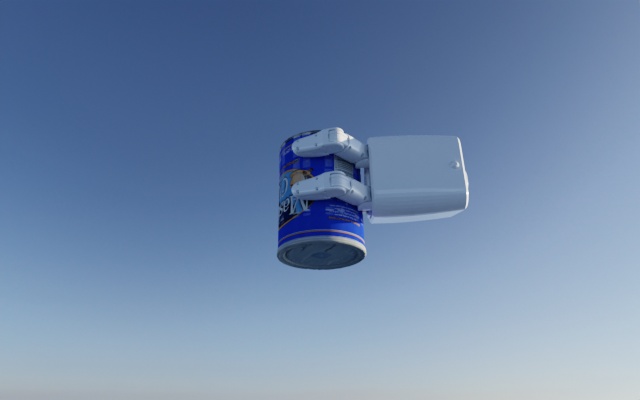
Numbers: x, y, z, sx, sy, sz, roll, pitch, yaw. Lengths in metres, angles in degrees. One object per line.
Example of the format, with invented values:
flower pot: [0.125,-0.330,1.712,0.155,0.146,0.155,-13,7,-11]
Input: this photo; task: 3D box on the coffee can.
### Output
coffee can: [0.000,0.002,0.577,0.103,0.140,0.103,-1,-25,0]
